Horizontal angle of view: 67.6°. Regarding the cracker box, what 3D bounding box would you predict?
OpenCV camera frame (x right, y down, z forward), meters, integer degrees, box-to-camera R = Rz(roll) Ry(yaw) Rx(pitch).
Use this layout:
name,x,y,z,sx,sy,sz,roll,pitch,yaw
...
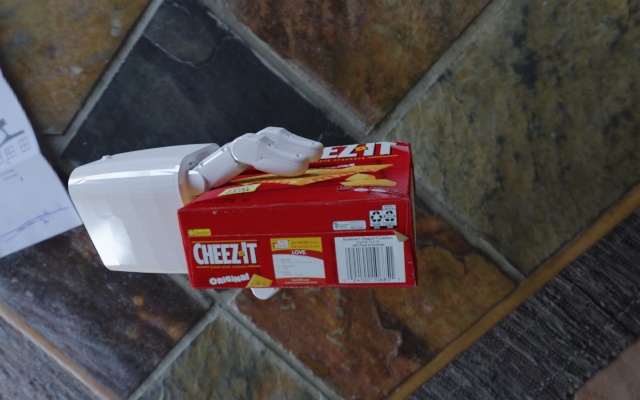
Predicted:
name,x,y,z,sx,sy,sz,roll,pitch,yaw
cracker box,0.000,0.002,0.420,0.164,0.072,0.213,-3,16,12
